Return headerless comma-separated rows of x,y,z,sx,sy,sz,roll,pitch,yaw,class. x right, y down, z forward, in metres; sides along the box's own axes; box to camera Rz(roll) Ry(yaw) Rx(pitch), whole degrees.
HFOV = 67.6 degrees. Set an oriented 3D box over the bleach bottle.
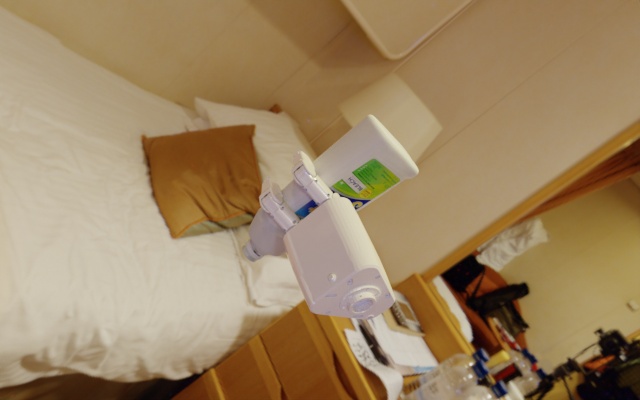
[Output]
0.000,0.002,0.633,0.251,0.068,0.103,-39,-45,16,bleach bottle
